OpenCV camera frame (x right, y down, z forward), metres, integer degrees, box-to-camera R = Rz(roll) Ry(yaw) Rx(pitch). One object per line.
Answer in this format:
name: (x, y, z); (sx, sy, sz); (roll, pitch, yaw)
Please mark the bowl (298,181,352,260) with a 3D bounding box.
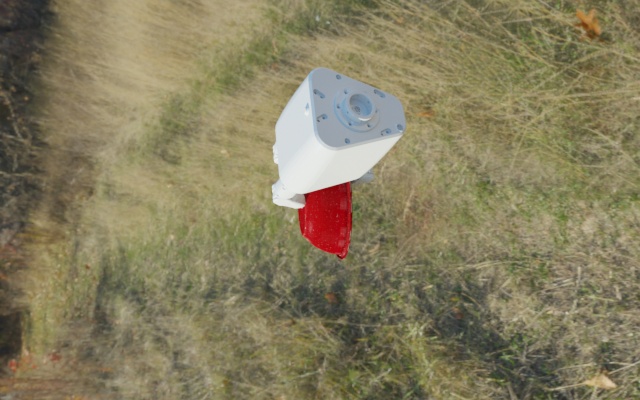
bowl: (0.000, 0.003, 0.661); (0.055, 0.162, 0.162); (-3, 0, -9)
